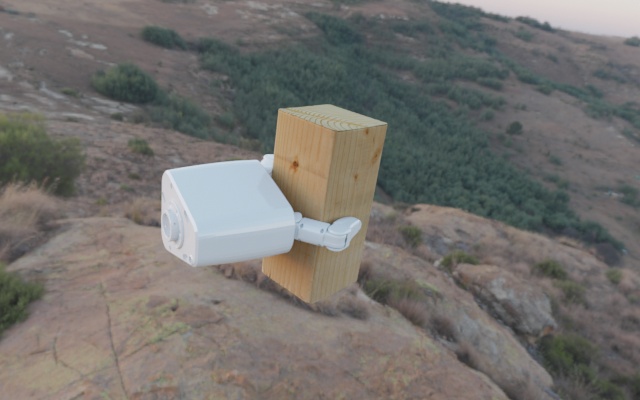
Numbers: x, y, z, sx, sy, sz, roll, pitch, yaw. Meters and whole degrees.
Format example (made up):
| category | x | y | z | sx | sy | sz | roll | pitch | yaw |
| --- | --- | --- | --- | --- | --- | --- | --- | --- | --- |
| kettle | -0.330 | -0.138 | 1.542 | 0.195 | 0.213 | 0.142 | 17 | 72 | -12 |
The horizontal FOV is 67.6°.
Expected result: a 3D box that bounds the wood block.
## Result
| category | x | y | z | sx | sy | sz | roll | pitch | yaw |
| --- | --- | --- | --- | --- | --- | --- | --- | --- | --- |
| wood block | 0.000 | 0.002 | 0.562 | 0.090 | 0.206 | 0.090 | 27 | 29 | 36 |
